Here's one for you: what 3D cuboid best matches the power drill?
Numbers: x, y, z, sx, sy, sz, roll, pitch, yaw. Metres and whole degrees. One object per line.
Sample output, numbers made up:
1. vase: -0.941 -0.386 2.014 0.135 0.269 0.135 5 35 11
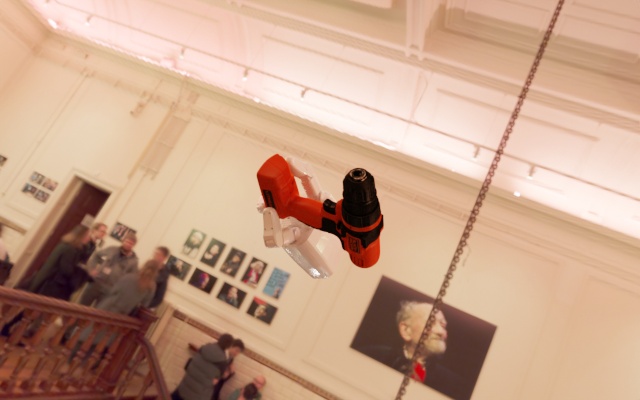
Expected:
1. power drill: 0.000 0.002 0.663 0.187 0.185 0.057 26 56 28
